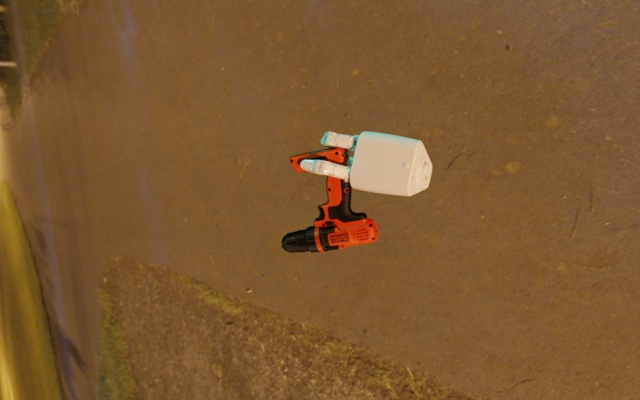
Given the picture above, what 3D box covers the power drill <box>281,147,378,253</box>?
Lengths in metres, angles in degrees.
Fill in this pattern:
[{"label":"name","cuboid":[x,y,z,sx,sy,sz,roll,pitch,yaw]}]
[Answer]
[{"label":"power drill","cuboid":[0.000,0.002,0.874,0.184,0.188,0.057,-10,12,13]}]
